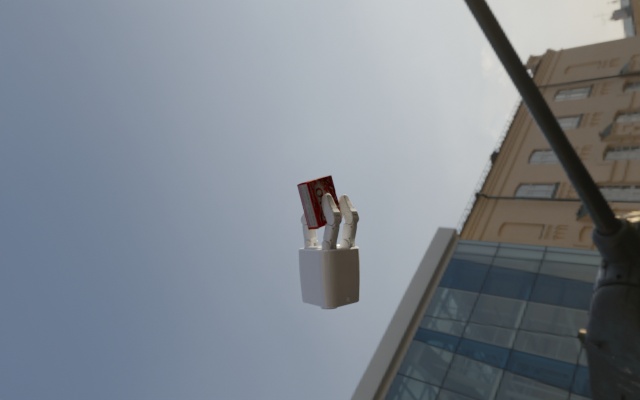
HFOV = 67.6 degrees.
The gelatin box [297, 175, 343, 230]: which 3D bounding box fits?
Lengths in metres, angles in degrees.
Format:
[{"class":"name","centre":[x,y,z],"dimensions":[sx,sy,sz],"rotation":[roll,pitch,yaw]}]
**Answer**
[{"class":"gelatin box","centre":[0.000,0.003,0.895],"dimensions":[0.030,0.089,0.073],"rotation":[-11,6,43]}]
